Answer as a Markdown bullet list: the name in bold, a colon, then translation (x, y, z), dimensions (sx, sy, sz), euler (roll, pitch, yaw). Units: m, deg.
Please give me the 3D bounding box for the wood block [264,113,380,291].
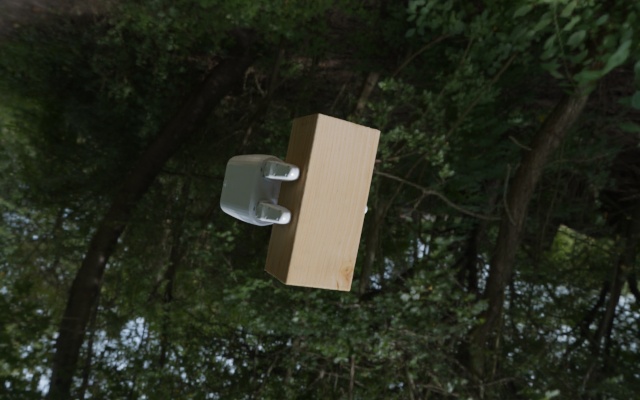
- **wood block**: translation (0.000, 0.002, 0.620), dimensions (0.091, 0.206, 0.090), euler (11, 0, -25)
